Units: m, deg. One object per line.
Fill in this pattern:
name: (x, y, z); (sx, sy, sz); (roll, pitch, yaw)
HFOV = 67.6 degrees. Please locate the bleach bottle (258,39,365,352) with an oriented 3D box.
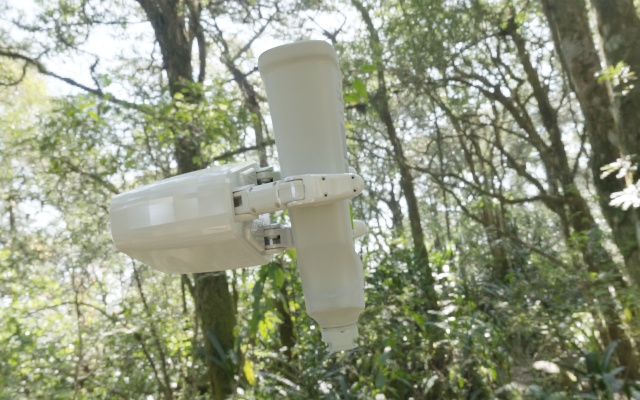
bleach bottle: (0.000, 0.001, 0.413); (0.068, 0.251, 0.102); (-9, -8, 7)
